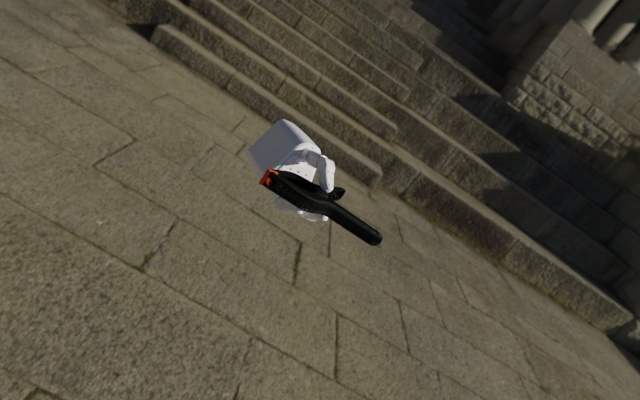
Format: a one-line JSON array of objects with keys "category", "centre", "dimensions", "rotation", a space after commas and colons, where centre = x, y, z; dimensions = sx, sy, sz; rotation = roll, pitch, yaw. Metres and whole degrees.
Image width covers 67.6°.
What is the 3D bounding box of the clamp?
[{"category": "clamp", "centre": [0.000, 0.002, 0.764], "dimensions": [0.210, 0.036, 0.164], "rotation": [20, 20, -40]}]
